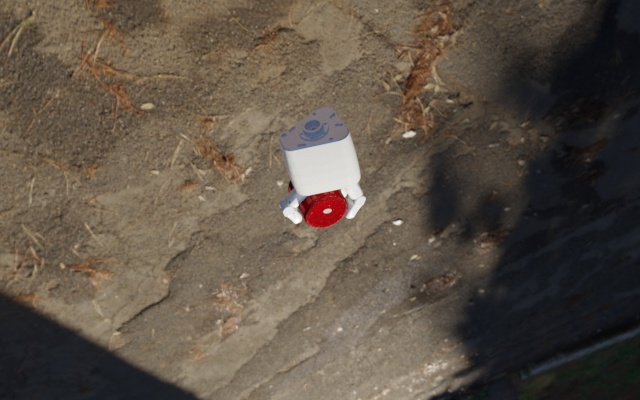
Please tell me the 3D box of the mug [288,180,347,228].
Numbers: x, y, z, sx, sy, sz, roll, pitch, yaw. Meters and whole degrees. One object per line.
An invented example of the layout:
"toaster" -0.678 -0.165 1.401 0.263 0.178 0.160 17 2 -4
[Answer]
"mug" 0.000 0.004 0.874 0.093 0.081 0.117 -24 -42 -4
